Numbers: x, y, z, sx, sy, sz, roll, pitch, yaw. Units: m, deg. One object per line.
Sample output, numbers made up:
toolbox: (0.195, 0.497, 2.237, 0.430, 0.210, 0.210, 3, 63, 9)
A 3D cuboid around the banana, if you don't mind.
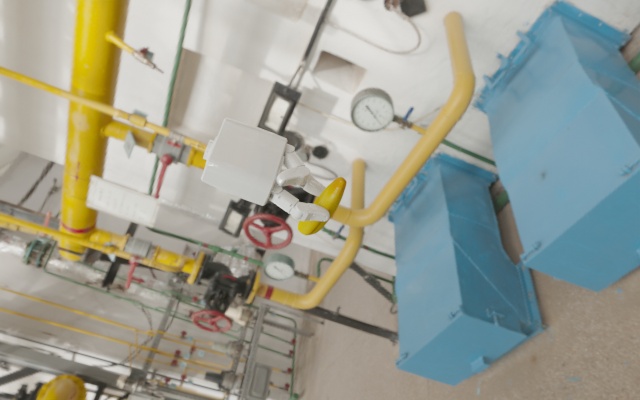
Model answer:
banana: (-0.006, 0.020, 0.818, 0.037, 0.069, 0.198, 21, -23, -11)
